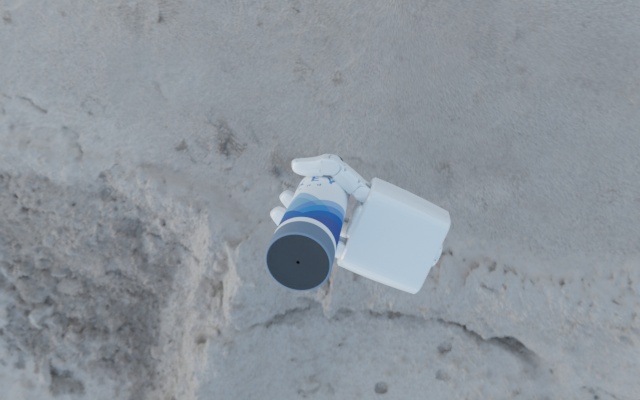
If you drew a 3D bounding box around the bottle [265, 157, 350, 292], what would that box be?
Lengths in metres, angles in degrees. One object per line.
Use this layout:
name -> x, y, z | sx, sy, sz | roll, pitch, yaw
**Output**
bottle -> 0.000, 0.002, 0.592 | 0.069, 0.069, 0.295 | 0, 23, 9
